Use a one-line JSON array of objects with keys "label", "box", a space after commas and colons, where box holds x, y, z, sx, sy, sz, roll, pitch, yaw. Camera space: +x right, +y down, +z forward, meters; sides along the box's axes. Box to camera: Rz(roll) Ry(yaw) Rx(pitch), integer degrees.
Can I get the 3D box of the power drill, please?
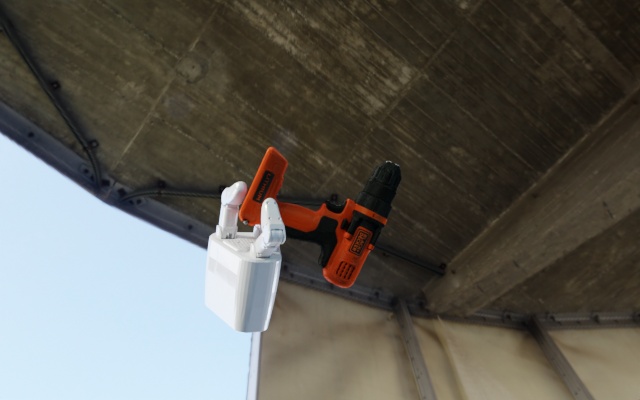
[{"label": "power drill", "box": [0.000, 0.002, 0.640, 0.187, 0.184, 0.057, 26, -3, -7]}]
